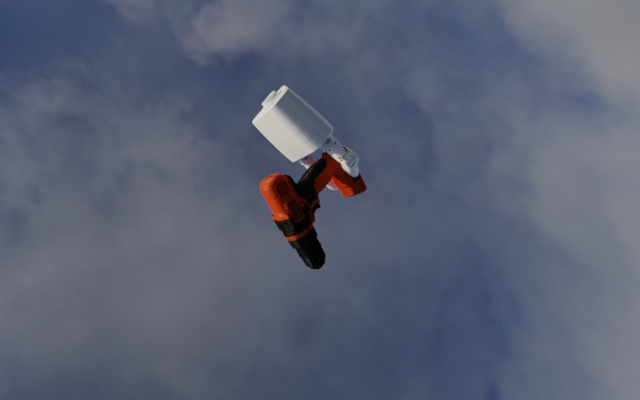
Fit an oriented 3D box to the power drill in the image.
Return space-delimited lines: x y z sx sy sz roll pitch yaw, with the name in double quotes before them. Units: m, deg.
"power drill" 0.000 0.002 0.845 0.057 0.184 0.187 -5 29 49
